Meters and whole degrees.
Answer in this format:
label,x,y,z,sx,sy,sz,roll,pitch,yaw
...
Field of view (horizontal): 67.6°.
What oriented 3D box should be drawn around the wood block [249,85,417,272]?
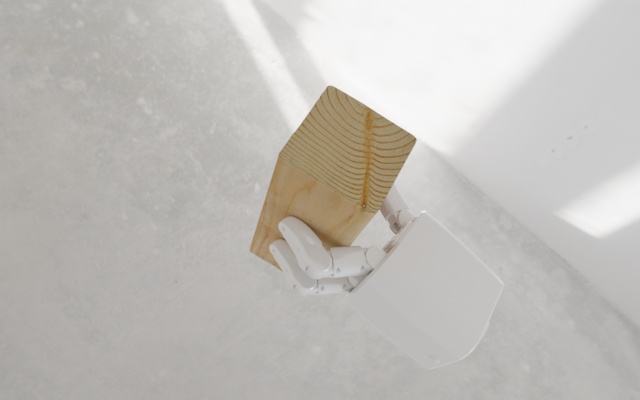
label,x,y,z,sx,sy,sz,roll,pitch,yaw
wood block,0.001,0.001,0.468,0.090,0.090,0.206,32,-30,2
